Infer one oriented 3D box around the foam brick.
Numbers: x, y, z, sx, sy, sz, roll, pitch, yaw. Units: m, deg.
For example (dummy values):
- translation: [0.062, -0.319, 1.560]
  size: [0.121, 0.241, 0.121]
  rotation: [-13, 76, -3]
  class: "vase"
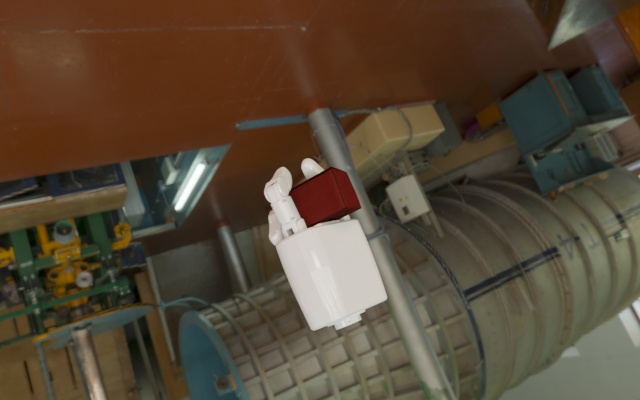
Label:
- translation: [0.000, 0.002, 0.571]
  size: [0.078, 0.051, 0.053]
  rotation: [-28, -14, 22]
  class: "foam brick"
